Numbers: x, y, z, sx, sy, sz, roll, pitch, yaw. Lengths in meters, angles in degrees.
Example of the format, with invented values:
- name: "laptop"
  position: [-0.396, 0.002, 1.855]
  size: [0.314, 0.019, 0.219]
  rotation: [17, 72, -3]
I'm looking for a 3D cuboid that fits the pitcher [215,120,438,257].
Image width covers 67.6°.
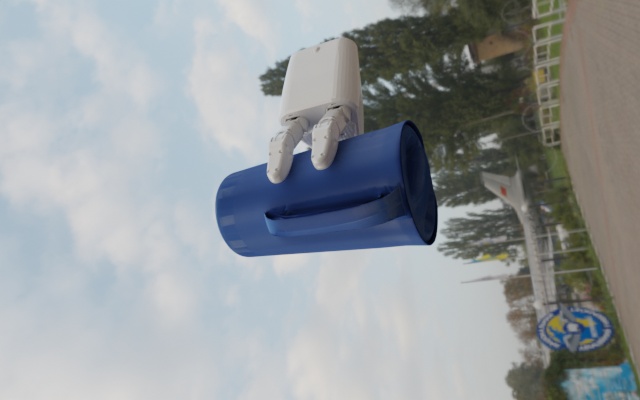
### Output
- name: "pitcher"
  position: [0.000, 0.002, 0.539]
  size: [0.243, 0.145, 0.149]
  rotation: [-11, -32, 25]
